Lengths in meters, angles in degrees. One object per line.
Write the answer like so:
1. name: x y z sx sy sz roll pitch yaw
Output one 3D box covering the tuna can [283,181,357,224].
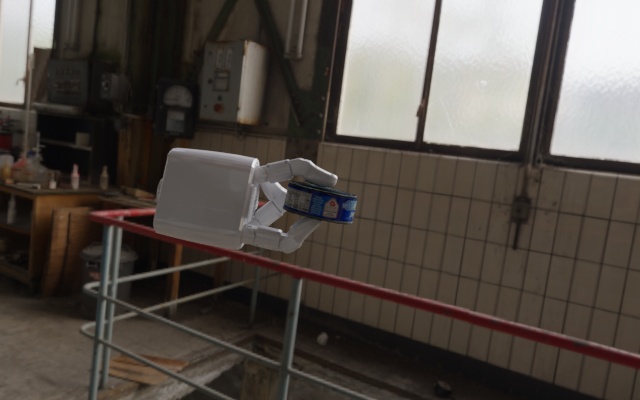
1. tuna can: 0.000 0.001 0.570 0.086 0.034 0.086 13 5 -1
